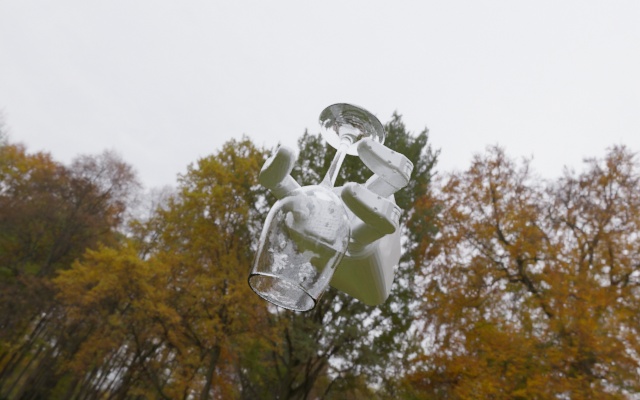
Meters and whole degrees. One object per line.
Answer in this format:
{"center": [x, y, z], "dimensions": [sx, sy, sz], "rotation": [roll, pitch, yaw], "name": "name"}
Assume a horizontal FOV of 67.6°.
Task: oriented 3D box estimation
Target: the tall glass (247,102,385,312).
{"center": [0.000, 0.001, 0.452], "dimensions": [0.079, 0.201, 0.079], "rotation": [16, -34, 11], "name": "tall glass"}
